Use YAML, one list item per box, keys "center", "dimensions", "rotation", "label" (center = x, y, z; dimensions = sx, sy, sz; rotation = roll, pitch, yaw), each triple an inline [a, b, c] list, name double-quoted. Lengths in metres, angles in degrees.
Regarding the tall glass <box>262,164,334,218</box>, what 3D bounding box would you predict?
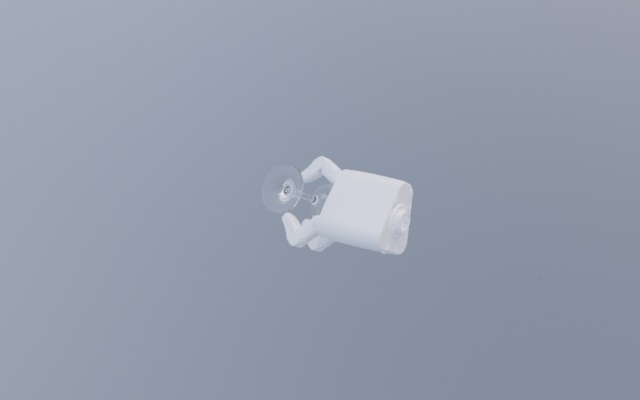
- center: [0.000, 0.002, 0.768]
  dimensions: [0.079, 0.079, 0.201]
  rotation: [0, -11, 35]
  label: "tall glass"
